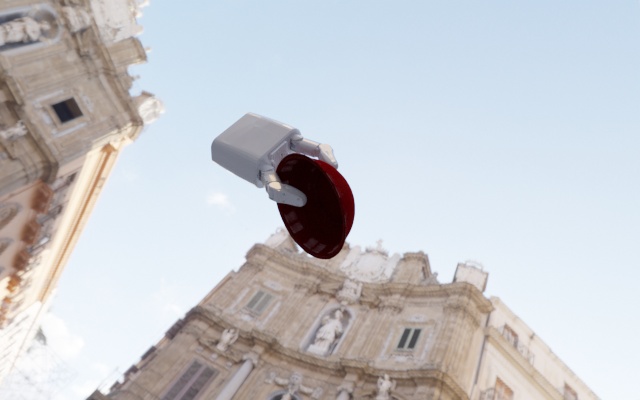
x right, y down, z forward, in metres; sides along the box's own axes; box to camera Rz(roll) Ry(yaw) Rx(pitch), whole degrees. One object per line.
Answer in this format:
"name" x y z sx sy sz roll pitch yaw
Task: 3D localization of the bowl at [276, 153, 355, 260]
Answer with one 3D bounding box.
"bowl" 0.001 0.003 0.702 0.055 0.162 0.162 -22 13 -35
